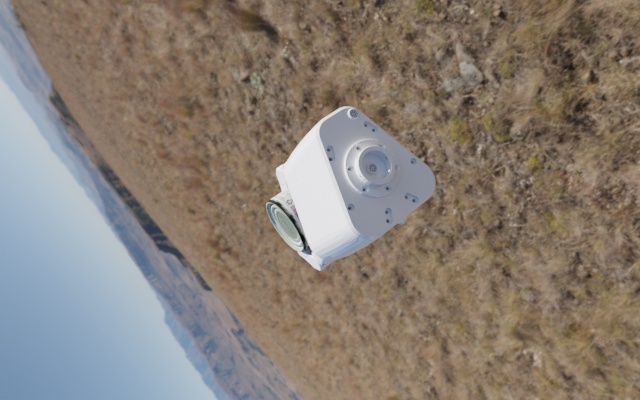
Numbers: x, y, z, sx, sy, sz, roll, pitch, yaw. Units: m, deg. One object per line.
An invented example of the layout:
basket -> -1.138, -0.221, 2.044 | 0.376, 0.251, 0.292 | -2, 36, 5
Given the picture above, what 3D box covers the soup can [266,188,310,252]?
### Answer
soup can -> 0.000, 0.002, 0.527 | 0.102, 0.068, 0.068 | -35, 14, -22
